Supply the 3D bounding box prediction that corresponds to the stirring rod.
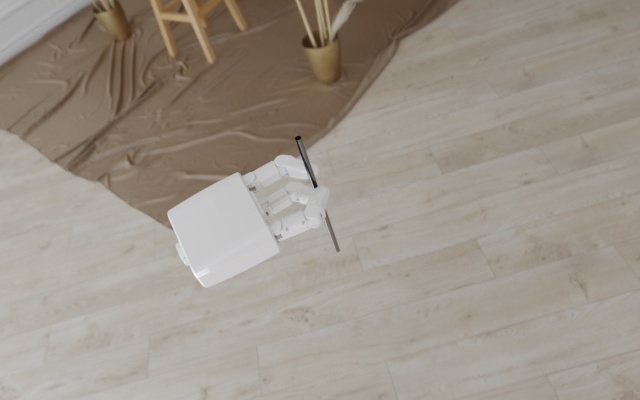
[{"bbox_3d":[0.000,0.002,0.649,0.011,0.011,0.240,0,-39,16],"label":"stirring rod"}]
